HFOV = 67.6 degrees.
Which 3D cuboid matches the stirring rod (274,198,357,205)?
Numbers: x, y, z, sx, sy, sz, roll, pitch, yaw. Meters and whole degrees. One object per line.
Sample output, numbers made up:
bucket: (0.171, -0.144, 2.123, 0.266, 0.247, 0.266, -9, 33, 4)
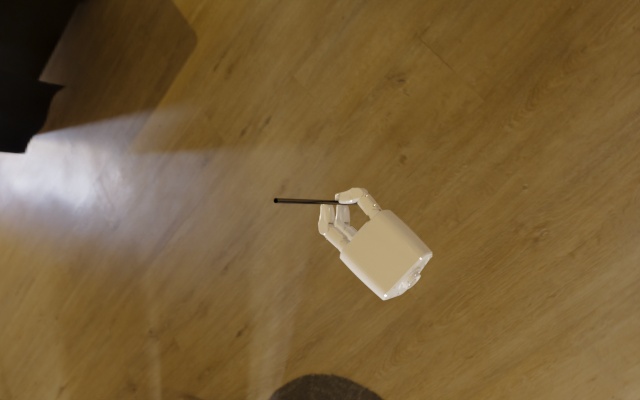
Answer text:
stirring rod: (0.000, 0.003, 0.803, 0.011, 0.011, 0.239, 0, -1, 33)
